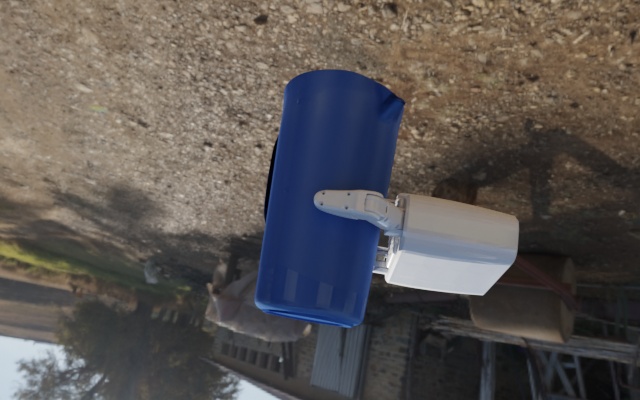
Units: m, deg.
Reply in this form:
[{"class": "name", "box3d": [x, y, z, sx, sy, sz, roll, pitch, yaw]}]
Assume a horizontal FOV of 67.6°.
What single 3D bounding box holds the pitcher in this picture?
[{"class": "pitcher", "box3d": [0.000, 0.002, 0.503, 0.145, 0.242, 0.149, 9, -17, 3]}]
